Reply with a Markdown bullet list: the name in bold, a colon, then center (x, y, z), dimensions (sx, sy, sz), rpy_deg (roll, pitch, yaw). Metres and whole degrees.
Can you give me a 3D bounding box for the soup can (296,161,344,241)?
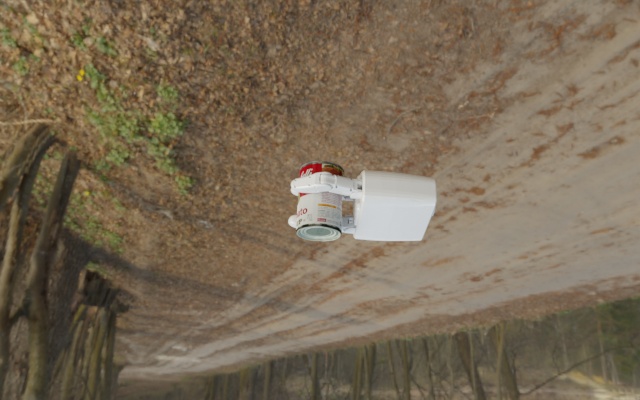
- **soup can**: center (0.000, 0.002, 0.704), dimensions (0.068, 0.102, 0.068), rpy_deg (2, -24, 1)
